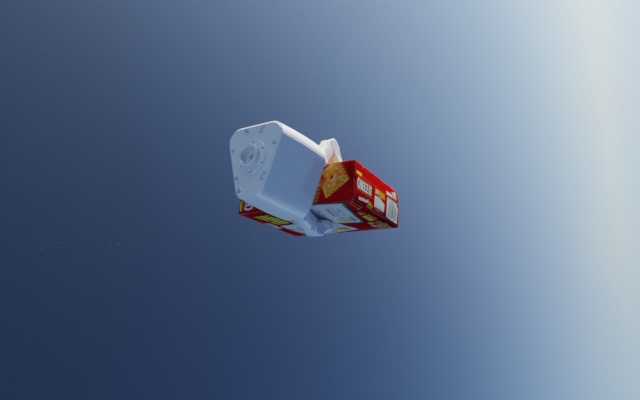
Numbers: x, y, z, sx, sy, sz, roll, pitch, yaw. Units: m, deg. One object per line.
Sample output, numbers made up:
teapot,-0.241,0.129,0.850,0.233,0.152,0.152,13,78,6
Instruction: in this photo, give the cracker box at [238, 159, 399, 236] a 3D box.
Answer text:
cracker box,0.000,0.003,0.791,0.214,0.072,0.164,-7,-20,32
